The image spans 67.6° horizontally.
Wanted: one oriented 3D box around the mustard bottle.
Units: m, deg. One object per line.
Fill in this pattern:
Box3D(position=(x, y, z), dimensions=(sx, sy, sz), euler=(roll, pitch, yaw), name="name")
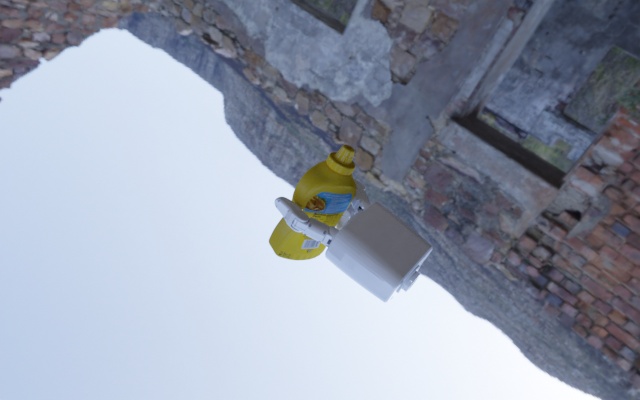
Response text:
Box3D(position=(0.000, 0.002, 0.701), dimensions=(0.096, 0.192, 0.058), euler=(3, 38, -38), name="mustard bottle")
